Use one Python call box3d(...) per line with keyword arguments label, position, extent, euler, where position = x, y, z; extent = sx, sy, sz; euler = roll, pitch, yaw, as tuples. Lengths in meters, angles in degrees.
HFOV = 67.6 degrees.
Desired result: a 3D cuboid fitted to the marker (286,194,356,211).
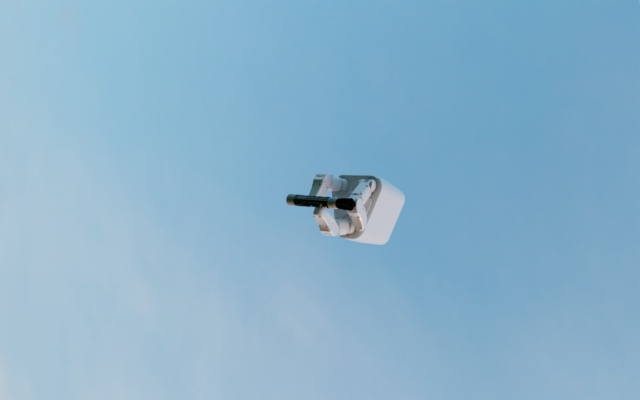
box3d(label="marker", position=(0.000, 0.002, 0.721), extent=(0.121, 0.020, 0.020), euler=(4, 2, 35))
